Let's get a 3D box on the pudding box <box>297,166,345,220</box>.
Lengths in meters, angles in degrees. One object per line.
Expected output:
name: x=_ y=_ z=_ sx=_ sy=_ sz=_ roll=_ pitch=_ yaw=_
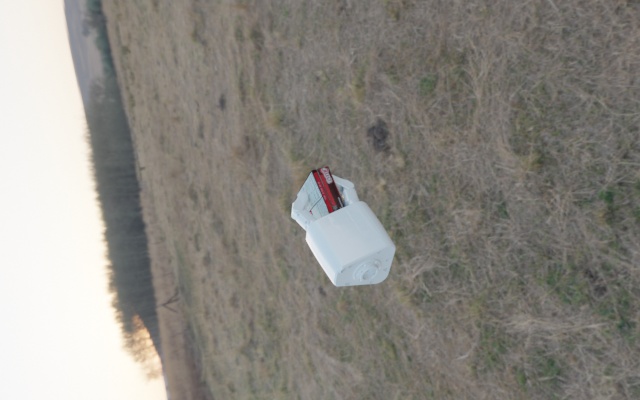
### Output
pudding box: x=0.000 y=0.003 z=0.859 sx=0.039 sy=0.090 sz=0.113 roll=-14 pitch=-17 yaw=-24
